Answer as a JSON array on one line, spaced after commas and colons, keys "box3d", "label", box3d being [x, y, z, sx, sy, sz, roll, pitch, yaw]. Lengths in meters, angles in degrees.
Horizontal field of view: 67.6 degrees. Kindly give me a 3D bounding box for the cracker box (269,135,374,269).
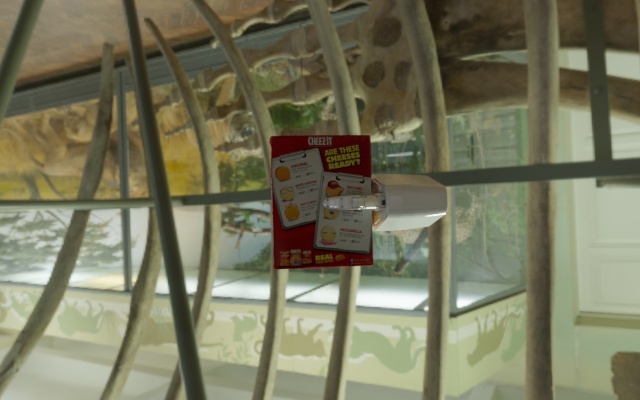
[{"box3d": [0.000, 0.003, 0.792, 0.164, 0.213, 0.072, -2, -1, -8], "label": "cracker box"}]
